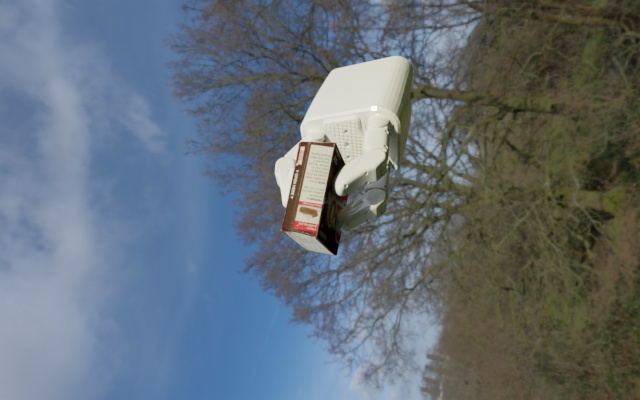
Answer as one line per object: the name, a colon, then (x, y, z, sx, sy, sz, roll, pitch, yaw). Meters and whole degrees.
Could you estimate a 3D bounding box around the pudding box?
pudding box: (0.000, 0.001, 0.474, 0.039, 0.090, 0.113, 7, -13, 15)
